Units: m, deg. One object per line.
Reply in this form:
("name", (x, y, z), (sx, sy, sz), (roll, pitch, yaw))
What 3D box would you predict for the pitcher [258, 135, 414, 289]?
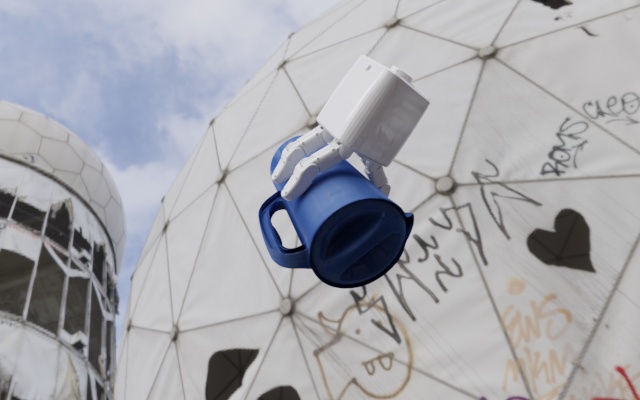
("pitcher", (0.000, 0.002, 0.667), (0.149, 0.145, 0.242), (27, 16, -33))
